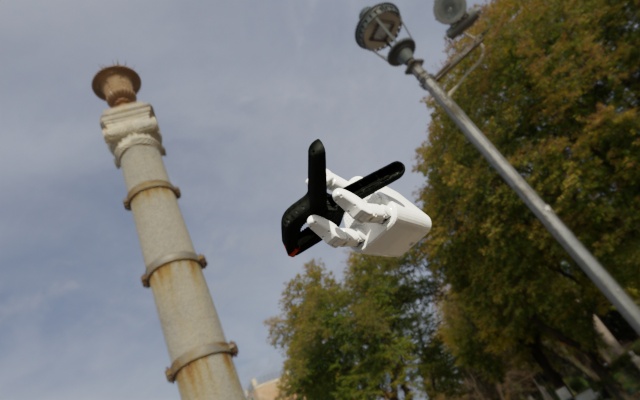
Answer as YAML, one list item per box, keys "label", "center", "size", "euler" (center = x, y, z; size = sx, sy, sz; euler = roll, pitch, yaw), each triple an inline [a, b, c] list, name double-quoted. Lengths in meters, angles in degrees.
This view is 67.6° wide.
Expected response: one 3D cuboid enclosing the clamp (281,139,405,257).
- label: "clamp"
  center: [0.000, 0.002, 0.665]
  size: [0.164, 0.036, 0.210]
  euler: [18, -54, -43]
